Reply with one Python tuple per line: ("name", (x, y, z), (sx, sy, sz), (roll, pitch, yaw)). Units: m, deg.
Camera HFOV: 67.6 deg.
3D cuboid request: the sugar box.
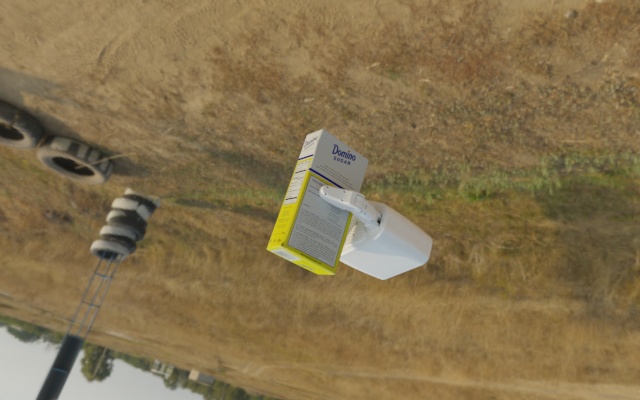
("sugar box", (0.000, 0.002, 0.650), (0.093, 0.176, 0.048), (31, -26, -30))
